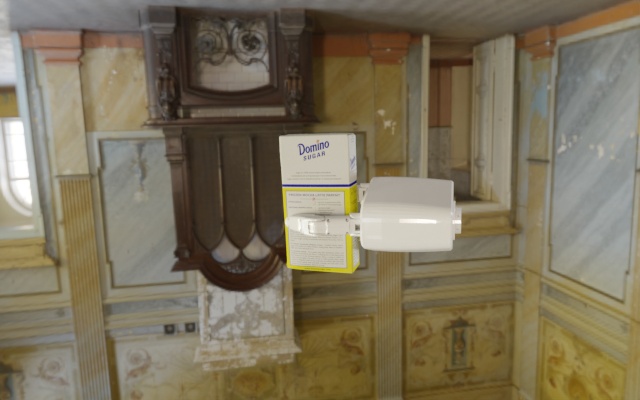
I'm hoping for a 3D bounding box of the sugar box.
[{"bbox_3d":[0.000,0.002,0.618,0.093,0.176,0.048,2,9,17],"label":"sugar box"}]
